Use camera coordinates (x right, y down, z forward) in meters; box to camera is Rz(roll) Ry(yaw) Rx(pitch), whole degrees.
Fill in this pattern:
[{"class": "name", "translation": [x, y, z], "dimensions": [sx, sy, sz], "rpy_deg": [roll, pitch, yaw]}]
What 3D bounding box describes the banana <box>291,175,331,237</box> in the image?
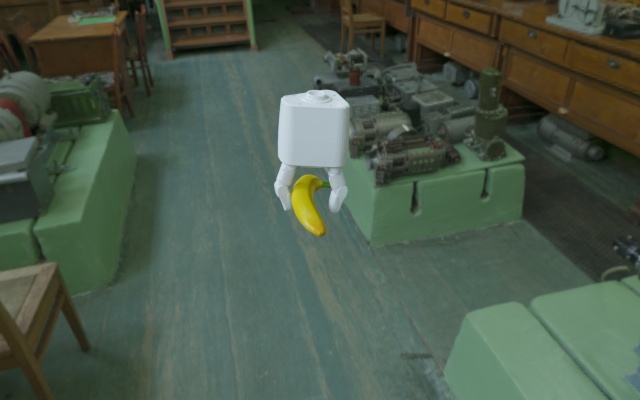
[{"class": "banana", "translation": [-0.018, -0.002, 0.839], "dimensions": [0.069, 0.037, 0.197], "rpy_deg": [10, 29, 0]}]
